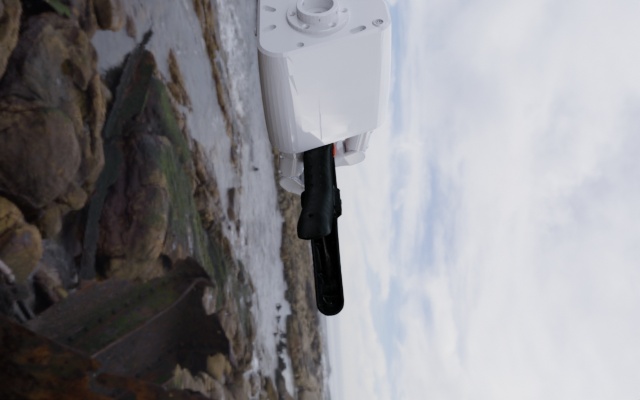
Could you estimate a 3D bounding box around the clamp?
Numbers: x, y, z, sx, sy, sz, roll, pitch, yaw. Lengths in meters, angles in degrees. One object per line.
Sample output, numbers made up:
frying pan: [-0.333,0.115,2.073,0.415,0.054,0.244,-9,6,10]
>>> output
clamp: [0.001,0.001,0.422,0.039,0.171,0.120,-4,-35,-1]
